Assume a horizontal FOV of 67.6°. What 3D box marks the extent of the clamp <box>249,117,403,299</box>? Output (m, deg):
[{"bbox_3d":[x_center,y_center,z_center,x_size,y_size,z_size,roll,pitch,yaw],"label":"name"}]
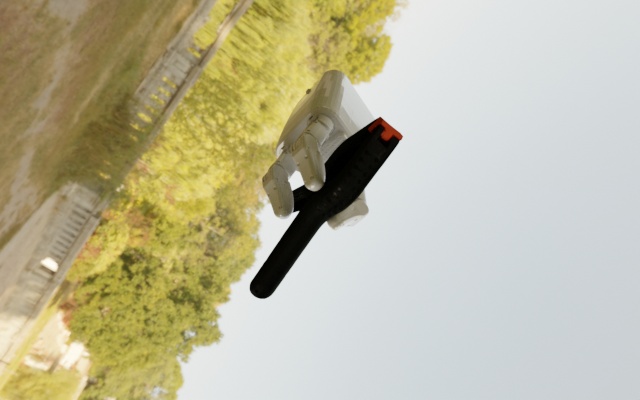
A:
[{"bbox_3d":[0.001,0.002,0.488,0.036,0.164,0.210,35,-52,-18],"label":"clamp"}]
